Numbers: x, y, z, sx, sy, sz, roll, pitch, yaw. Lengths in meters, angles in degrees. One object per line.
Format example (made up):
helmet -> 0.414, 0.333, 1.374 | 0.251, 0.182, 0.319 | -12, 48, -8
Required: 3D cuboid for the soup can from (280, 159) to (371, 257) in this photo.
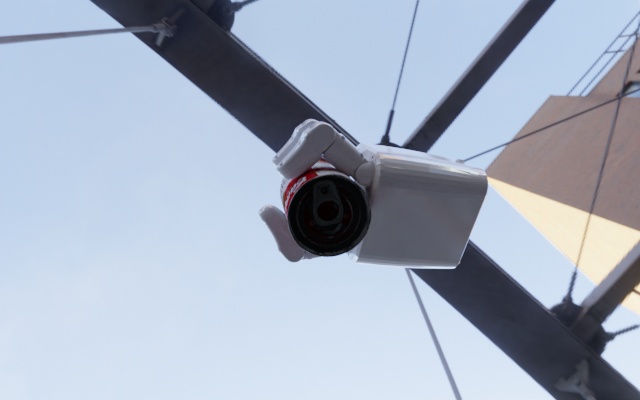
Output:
soup can -> 0.000, 0.001, 0.427 | 0.068, 0.068, 0.102 | 0, 13, -9
